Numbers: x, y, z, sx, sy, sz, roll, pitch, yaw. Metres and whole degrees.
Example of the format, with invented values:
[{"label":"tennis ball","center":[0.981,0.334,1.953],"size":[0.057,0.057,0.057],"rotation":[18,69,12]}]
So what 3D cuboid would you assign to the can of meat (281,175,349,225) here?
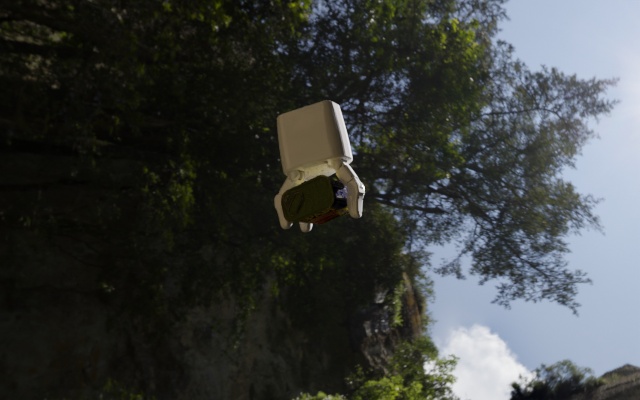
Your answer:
[{"label":"can of meat","center":[0.000,0.003,0.796],"size":[0.102,0.057,0.084],"rotation":[-24,-19,30]}]
